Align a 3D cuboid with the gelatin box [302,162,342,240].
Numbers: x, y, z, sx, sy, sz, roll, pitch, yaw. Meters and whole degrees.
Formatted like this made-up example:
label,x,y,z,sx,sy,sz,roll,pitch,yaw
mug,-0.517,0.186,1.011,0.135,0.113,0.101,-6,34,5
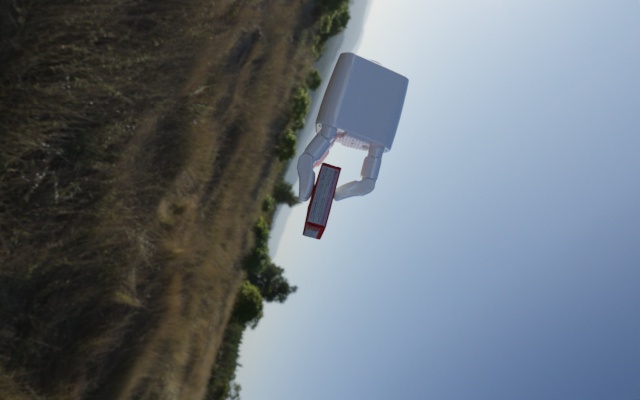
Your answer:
label,x,y,z,sx,sy,sz,roll,pitch,yaw
gelatin box,0.000,0.003,0.654,0.030,0.089,0.073,15,-17,-2
